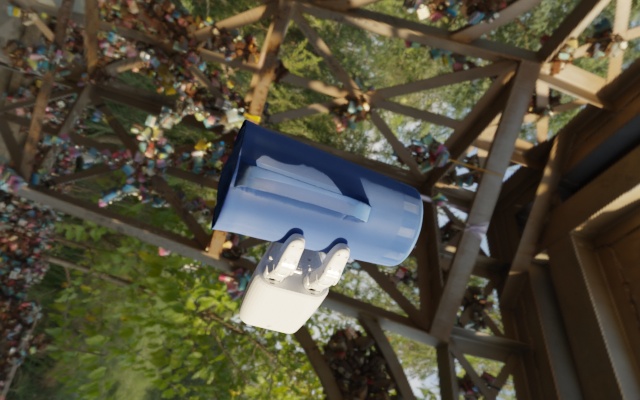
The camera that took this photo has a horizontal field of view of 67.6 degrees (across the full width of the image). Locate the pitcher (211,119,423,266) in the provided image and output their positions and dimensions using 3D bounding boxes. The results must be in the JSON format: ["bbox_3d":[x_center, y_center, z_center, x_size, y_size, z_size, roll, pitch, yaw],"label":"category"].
[{"bbox_3d":[0.000,0.002,0.577,0.243,0.149,0.145,17,-49,-15],"label":"pitcher"}]
